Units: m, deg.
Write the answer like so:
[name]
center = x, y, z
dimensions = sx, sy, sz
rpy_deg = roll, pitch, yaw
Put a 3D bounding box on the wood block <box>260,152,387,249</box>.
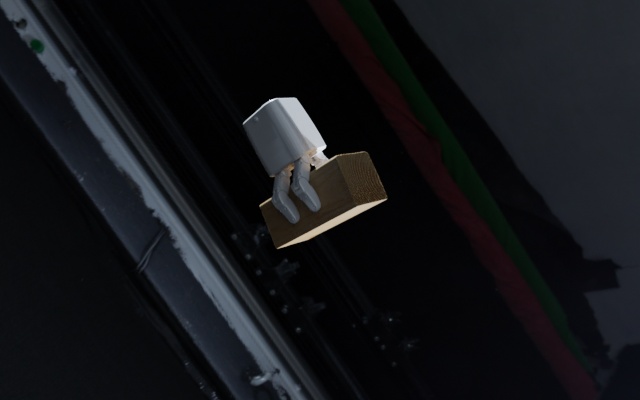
[wood block]
center = 0.000, 0.002, 0.834
dimensions = 0.206, 0.090, 0.091
rpy_deg = -30, -11, 41
